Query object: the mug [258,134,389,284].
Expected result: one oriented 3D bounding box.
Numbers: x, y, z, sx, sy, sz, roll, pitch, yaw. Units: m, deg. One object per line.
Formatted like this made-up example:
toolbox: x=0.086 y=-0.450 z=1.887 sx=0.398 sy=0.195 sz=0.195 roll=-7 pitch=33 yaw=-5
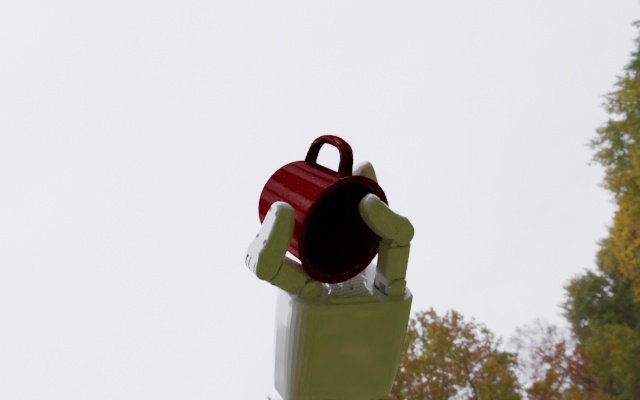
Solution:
mug: x=0.000 y=0.000 z=0.409 sx=0.093 sy=0.117 sz=0.081 roll=-5 pitch=21 yaw=-36
